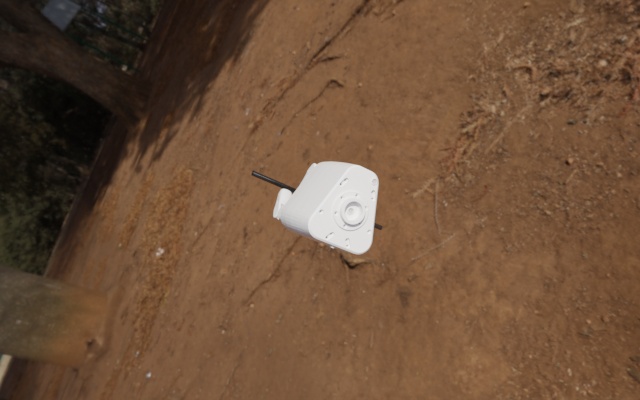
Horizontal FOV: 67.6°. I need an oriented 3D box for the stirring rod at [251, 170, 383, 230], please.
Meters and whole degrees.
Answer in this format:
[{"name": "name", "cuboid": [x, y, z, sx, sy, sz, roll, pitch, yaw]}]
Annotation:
[{"name": "stirring rod", "cuboid": [0.000, 0.003, 0.764, 0.239, 0.011, 0.011, 23, -9, -22]}]
